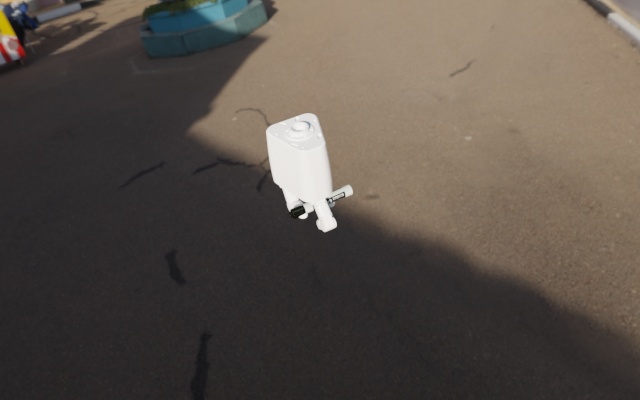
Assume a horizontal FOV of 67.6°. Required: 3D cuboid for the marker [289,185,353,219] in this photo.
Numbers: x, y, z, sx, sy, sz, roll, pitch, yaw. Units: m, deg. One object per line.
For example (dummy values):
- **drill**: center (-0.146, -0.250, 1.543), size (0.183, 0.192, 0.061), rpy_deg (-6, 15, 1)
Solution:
- **marker**: center (0.000, 0.003, 0.831), size (0.121, 0.020, 0.020), rpy_deg (-23, 7, -17)
